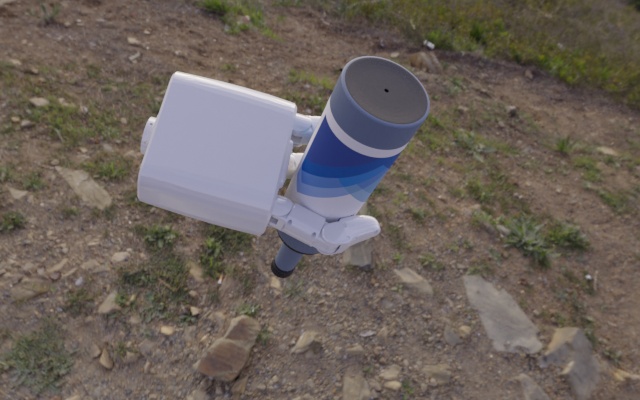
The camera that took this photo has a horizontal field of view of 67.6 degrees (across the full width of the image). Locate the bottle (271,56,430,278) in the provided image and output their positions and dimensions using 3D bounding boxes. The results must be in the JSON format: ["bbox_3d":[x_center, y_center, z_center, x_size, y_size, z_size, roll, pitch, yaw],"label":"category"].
[{"bbox_3d":[0.000,0.001,0.443,0.069,0.069,0.296,0,-32,-21],"label":"bottle"}]
